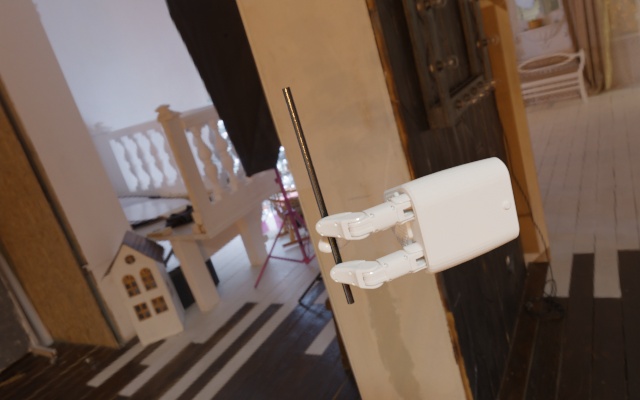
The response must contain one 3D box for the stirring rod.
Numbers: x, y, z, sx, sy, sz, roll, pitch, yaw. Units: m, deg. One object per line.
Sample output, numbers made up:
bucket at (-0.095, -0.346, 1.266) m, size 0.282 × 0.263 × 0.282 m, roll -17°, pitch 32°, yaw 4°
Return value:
stirring rod at (0.000, 0.002, 0.495) m, size 0.011 × 0.239 × 0.011 m, roll -16°, pitch 15°, yaw 4°
